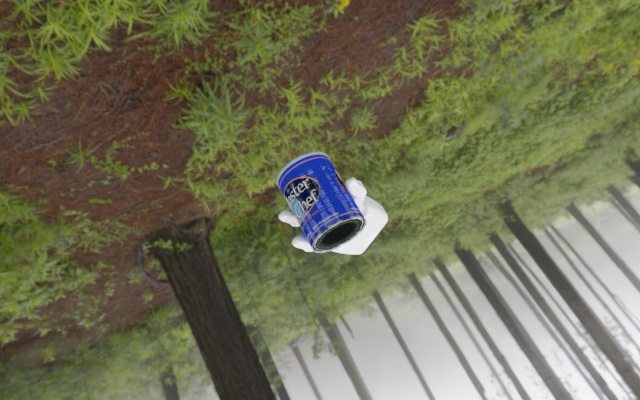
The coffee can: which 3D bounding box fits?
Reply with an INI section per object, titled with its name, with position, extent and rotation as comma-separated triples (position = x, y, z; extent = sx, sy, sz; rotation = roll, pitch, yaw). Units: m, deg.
[coffee can]
position = 0.000, 0.002, 0.808
extent = 0.103, 0.140, 0.103
rotation = -24, -26, -12
